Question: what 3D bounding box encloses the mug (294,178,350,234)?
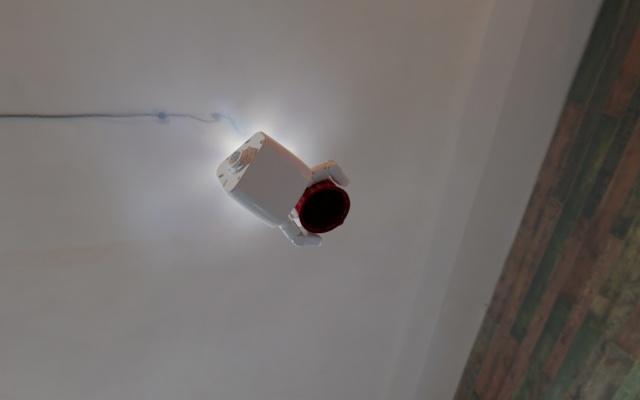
[{"bbox_3d":[0.001,0.003,0.833,0.117,0.093,0.081,39,9,-38],"label":"mug"}]
